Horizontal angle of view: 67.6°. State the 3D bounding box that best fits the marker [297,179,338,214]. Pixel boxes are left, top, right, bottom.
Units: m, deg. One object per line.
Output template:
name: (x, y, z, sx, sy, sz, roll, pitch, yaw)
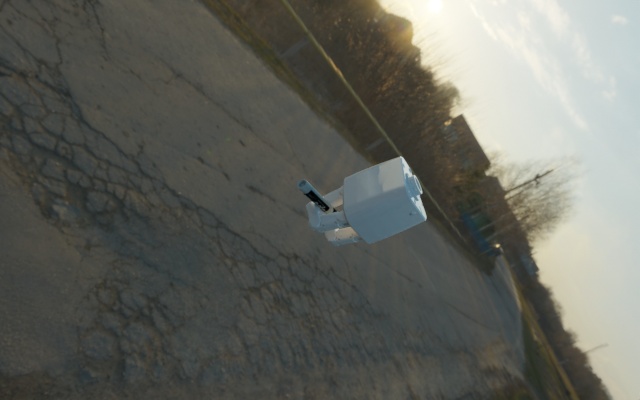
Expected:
marker: (0.000, 0.003, 0.796, 0.020, 0.020, 0.121, 0, -29, 34)
